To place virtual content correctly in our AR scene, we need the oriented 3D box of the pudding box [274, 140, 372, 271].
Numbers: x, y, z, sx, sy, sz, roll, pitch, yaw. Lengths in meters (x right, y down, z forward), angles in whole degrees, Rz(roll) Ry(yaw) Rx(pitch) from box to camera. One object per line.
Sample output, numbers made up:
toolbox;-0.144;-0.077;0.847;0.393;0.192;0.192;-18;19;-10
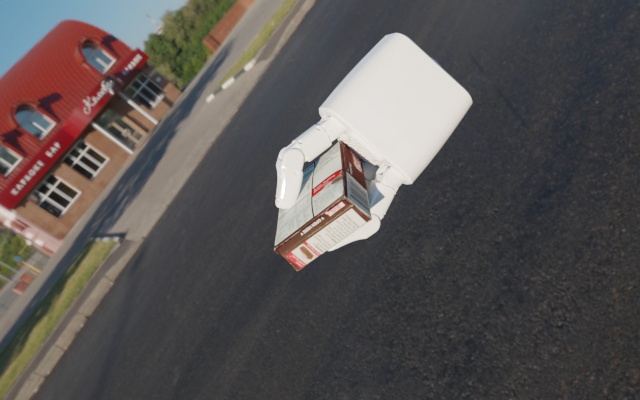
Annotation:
pudding box;0.000;0.001;0.468;0.090;0.039;0.113;-38;24;21
